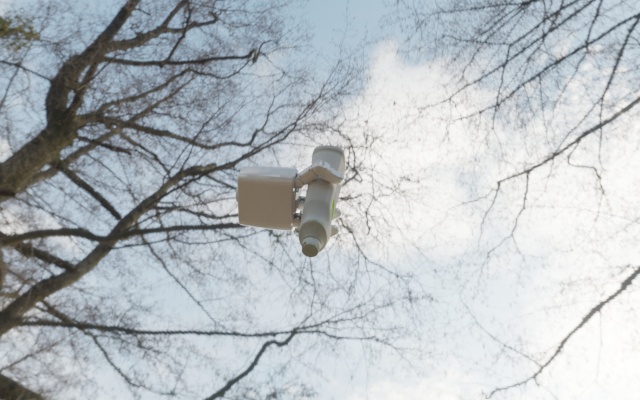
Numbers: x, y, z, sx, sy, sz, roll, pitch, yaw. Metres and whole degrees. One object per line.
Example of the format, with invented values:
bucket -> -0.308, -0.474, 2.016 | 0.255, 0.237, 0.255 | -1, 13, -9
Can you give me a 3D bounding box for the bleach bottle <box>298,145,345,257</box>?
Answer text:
bleach bottle -> 0.000, 0.003, 0.875 | 0.068, 0.103, 0.250 | 4, 36, 7
